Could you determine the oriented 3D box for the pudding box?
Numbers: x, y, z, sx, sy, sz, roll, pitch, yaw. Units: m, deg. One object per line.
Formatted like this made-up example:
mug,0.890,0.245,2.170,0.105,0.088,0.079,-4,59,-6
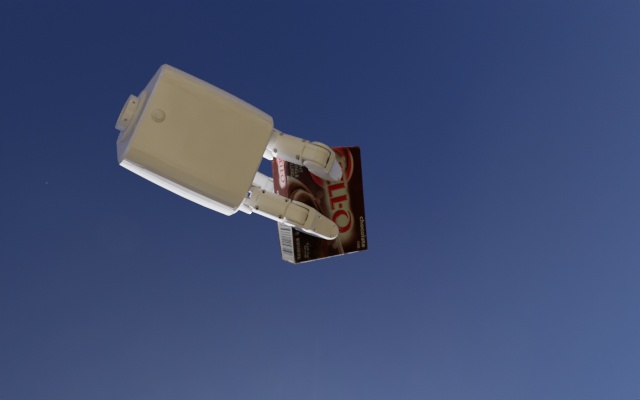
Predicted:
pudding box,0.000,0.002,0.491,0.090,0.113,0.039,-7,6,-31
